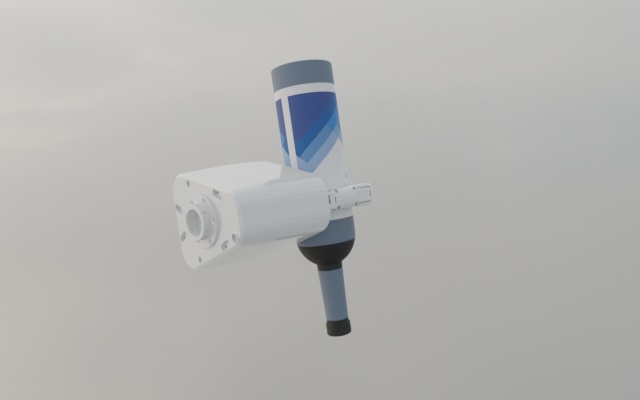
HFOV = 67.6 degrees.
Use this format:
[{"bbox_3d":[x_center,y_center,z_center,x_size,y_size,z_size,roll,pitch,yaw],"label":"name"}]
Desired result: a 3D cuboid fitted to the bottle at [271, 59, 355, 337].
[{"bbox_3d":[0.000,0.001,0.524,0.069,0.296,0.069,-8,3,0],"label":"bottle"}]
